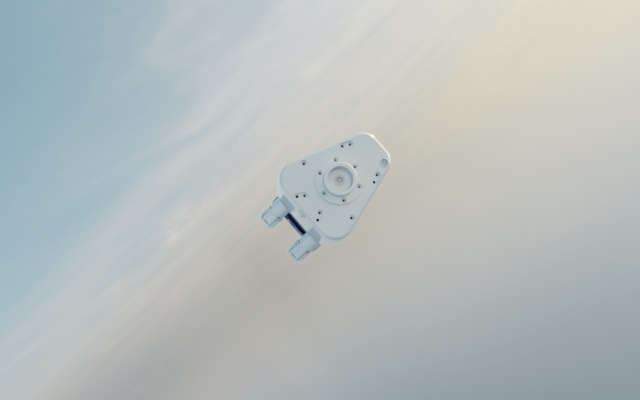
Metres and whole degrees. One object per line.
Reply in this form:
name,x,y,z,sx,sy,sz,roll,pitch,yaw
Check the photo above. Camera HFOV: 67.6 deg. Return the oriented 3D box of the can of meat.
can of meat,0.000,0.002,0.620,0.102,0.084,0.057,-41,-2,-3
